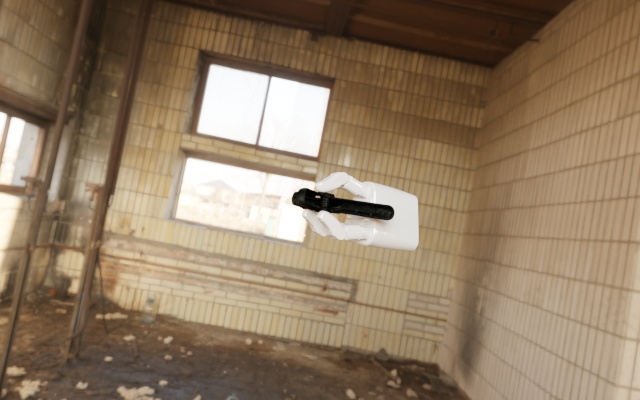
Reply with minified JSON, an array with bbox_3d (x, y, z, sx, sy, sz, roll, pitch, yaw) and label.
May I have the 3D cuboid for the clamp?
[{"bbox_3d":[0.000,0.002,0.803,0.164,0.036,0.210,13,-4,-29],"label":"clamp"}]
